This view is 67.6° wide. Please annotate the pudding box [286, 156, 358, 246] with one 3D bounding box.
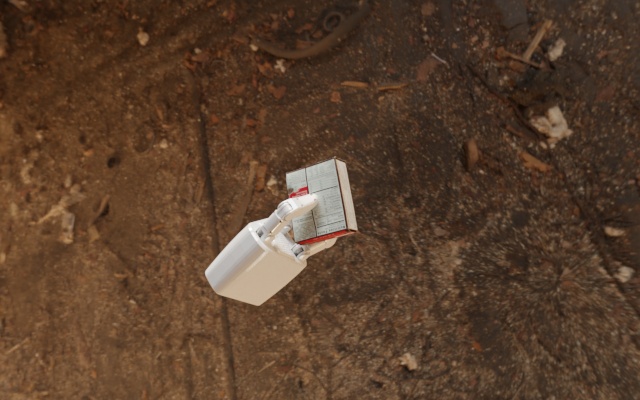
[{"bbox_3d":[0.000,0.002,0.702,0.090,0.113,0.039,-16,-14,25],"label":"pudding box"}]
